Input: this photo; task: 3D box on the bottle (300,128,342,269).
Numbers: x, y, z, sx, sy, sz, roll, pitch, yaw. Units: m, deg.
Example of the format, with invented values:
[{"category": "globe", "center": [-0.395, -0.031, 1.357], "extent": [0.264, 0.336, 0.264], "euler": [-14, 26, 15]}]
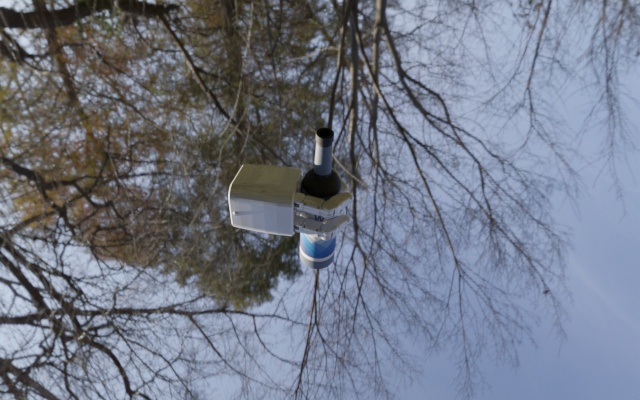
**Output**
[{"category": "bottle", "center": [0.000, 0.003, 0.812], "extent": [0.069, 0.069, 0.296], "euler": [0, -44, -4]}]
